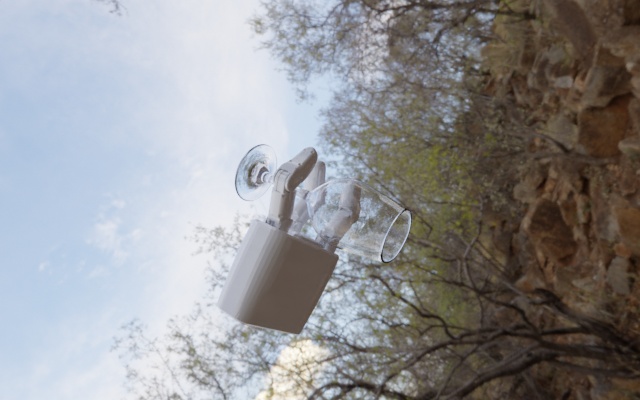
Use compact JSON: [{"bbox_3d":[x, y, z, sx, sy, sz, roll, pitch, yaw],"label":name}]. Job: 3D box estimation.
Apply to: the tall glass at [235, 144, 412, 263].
[{"bbox_3d":[0.000,0.001,0.540,0.201,0.079,0.079,24,12,29],"label":"tall glass"}]
